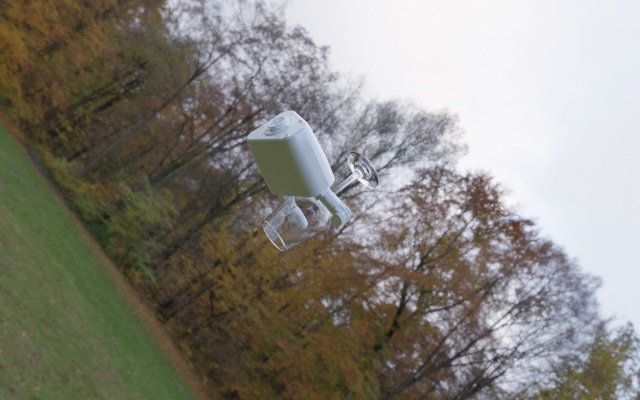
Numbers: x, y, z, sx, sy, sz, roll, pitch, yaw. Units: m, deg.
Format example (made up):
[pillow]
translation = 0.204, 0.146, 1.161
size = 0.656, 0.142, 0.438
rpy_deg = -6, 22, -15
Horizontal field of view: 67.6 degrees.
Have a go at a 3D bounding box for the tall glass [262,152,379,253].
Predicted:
[tall glass]
translation = 0.001, 0.002, 0.792
size = 0.201, 0.079, 0.079
rpy_deg = -38, 15, -20
